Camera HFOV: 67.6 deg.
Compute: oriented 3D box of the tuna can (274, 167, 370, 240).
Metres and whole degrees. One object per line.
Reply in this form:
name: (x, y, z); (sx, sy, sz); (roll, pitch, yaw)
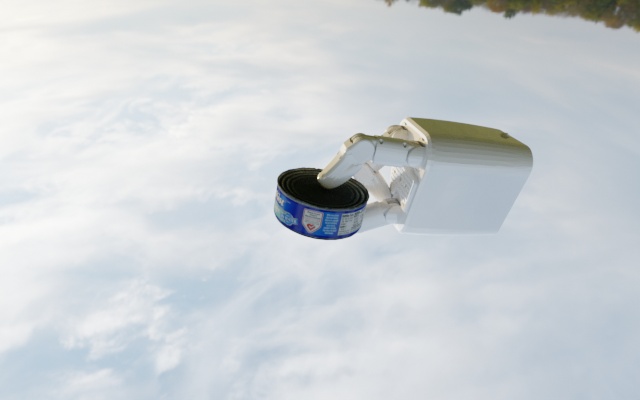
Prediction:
tuna can: (0.000, 0.002, 0.443); (0.086, 0.034, 0.086); (9, 26, -4)
